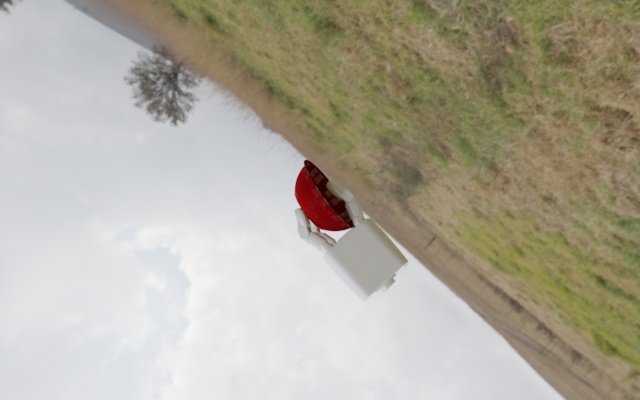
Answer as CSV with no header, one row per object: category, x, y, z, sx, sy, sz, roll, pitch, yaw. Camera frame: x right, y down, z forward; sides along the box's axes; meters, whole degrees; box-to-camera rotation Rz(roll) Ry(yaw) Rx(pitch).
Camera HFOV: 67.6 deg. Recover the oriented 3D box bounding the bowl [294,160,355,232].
bowl,-0.001,0.002,0.897,0.055,0.162,0.162,-36,-8,11
